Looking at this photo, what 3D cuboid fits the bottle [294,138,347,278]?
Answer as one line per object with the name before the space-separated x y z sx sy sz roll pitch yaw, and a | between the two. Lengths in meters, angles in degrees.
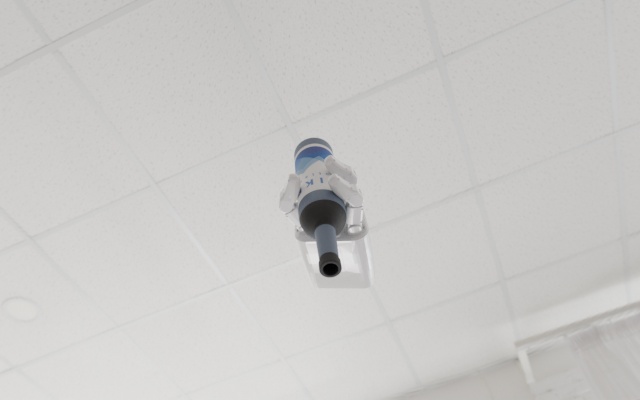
bottle | 0.000 0.002 0.690 0.069 0.069 0.295 0 33 -6
